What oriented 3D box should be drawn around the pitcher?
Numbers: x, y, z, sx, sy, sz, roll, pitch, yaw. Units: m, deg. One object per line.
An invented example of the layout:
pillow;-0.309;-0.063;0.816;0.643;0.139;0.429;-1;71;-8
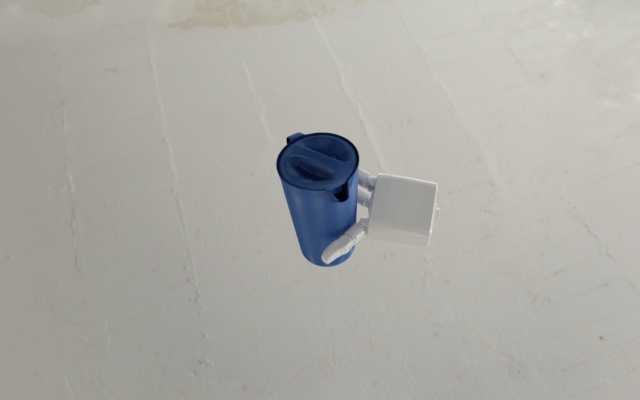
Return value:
pitcher;0.000;0.003;0.847;0.145;0.149;0.243;9;-39;13
